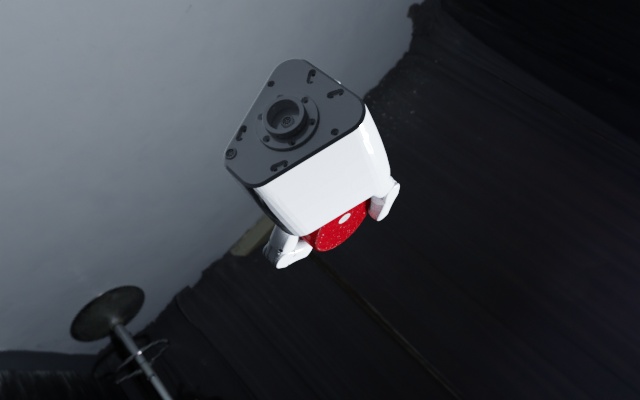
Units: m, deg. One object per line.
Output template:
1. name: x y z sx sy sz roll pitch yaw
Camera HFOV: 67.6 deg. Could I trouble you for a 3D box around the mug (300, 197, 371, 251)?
1. mug: 0.001 0.002 0.501 0.081 0.093 0.117 41 -5 27
